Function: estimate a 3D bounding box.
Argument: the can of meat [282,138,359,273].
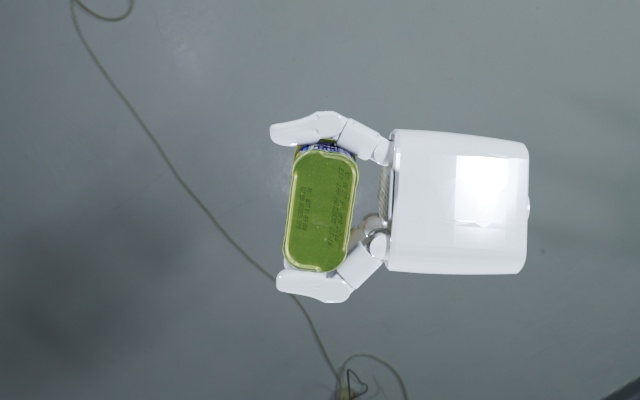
[{"bbox_3d":[0.000,0.001,0.404,0.057,0.102,0.084,7,12,-1],"label":"can of meat"}]
